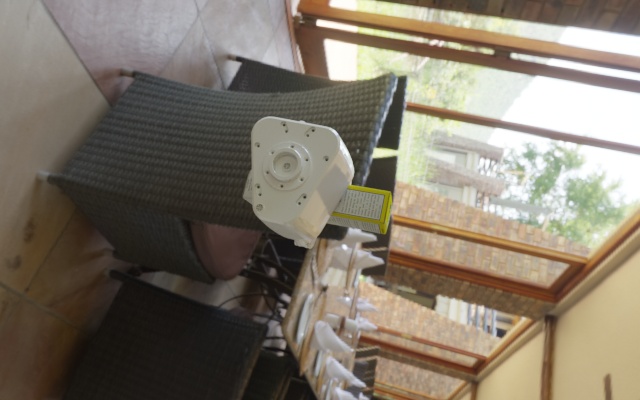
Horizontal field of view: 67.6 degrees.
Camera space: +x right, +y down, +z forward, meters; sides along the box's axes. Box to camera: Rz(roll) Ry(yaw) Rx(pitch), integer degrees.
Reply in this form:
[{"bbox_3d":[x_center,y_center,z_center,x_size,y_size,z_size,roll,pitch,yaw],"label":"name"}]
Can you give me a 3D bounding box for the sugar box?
[{"bbox_3d":[0.000,0.001,0.605,0.176,0.048,0.093,13,-10,11],"label":"sugar box"}]
